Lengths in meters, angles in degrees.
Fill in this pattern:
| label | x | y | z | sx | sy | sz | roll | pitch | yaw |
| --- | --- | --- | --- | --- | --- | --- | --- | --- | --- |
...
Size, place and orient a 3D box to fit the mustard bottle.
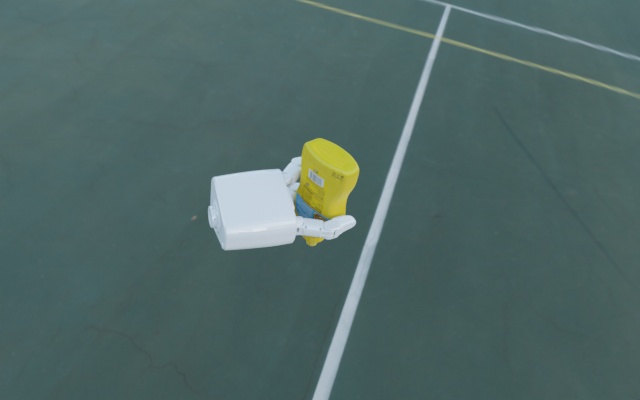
| label | x | y | z | sx | sy | sz | roll | pitch | yaw |
| --- | --- | --- | --- | --- | --- | --- | --- | --- | --- |
| mustard bottle | 0.000 | 0.002 | 0.770 | 0.058 | 0.192 | 0.096 | -28 | 54 | -38 |
